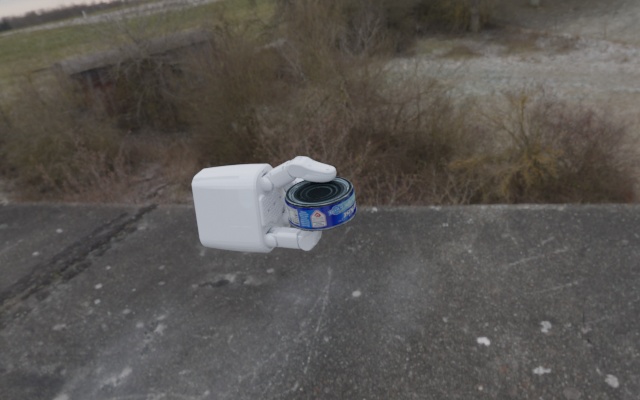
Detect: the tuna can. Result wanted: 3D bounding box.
[{"bbox_3d":[0.000,0.001,0.579,0.086,0.034,0.086,-7,26,4],"label":"tuna can"}]
